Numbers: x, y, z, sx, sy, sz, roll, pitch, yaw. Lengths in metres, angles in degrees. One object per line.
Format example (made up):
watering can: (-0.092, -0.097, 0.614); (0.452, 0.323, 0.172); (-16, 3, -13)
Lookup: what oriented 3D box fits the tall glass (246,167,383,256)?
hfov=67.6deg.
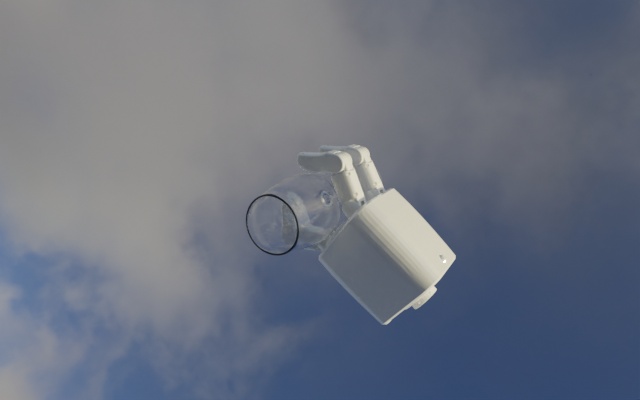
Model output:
tall glass: (0.000, 0.002, 0.543); (0.079, 0.079, 0.201); (0, 13, 30)
